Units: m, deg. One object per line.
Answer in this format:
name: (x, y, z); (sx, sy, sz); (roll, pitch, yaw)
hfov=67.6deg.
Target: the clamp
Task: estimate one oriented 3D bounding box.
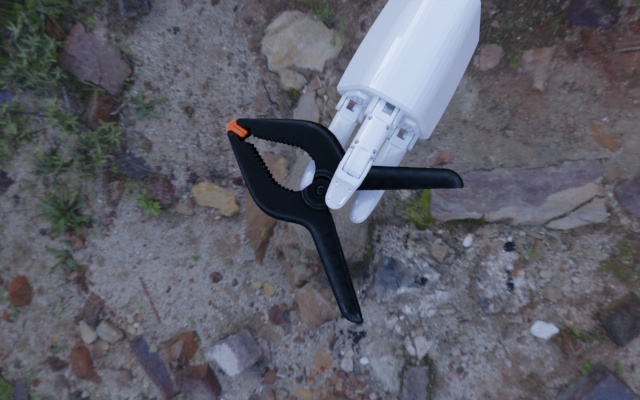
clamp: (0.000, 0.001, 0.431); (0.210, 0.164, 0.036); (29, 3, 0)
